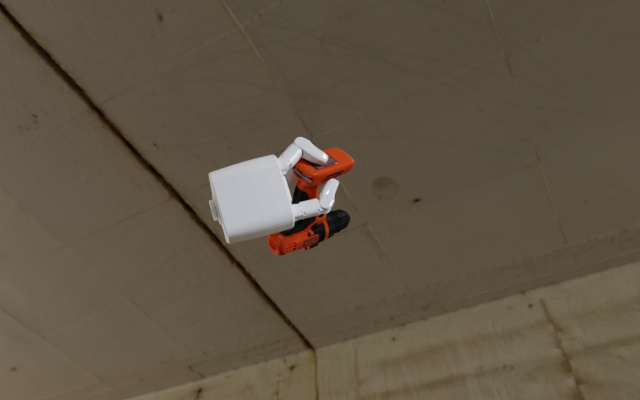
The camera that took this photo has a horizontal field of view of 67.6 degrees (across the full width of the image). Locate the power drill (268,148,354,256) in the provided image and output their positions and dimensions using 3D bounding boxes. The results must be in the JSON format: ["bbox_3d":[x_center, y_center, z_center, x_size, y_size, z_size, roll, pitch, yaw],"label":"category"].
[{"bbox_3d":[0.000,0.002,0.843,0.184,0.188,0.057,-20,47,-40],"label":"power drill"}]
